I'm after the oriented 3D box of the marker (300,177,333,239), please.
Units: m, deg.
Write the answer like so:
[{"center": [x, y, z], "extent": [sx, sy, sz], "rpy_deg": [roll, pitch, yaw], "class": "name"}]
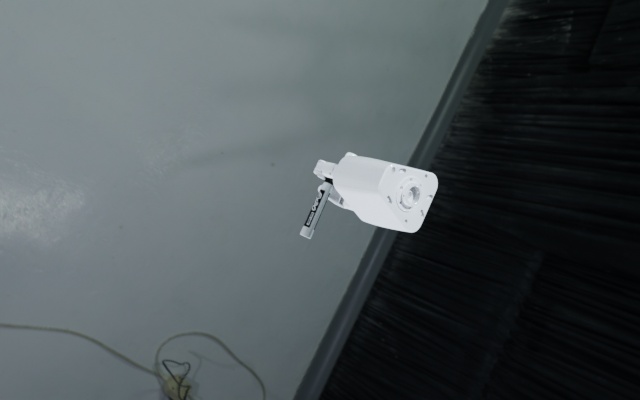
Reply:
[{"center": [0.000, 0.002, 0.762], "extent": [0.020, 0.121, 0.020], "rpy_deg": [24, -6, 3], "class": "marker"}]
